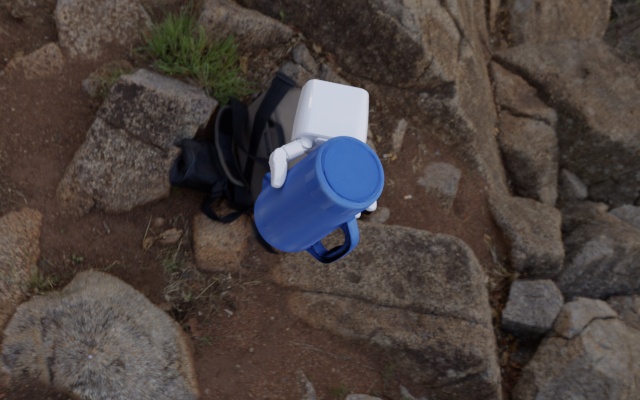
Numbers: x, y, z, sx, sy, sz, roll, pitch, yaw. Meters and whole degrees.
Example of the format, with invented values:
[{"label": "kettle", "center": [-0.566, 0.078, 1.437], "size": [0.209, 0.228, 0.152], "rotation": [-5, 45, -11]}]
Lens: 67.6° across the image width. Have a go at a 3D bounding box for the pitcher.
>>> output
[{"label": "pitcher", "center": [0.000, 0.002, 0.748], "size": [0.149, 0.145, 0.243], "rotation": [17, -23, -20]}]
